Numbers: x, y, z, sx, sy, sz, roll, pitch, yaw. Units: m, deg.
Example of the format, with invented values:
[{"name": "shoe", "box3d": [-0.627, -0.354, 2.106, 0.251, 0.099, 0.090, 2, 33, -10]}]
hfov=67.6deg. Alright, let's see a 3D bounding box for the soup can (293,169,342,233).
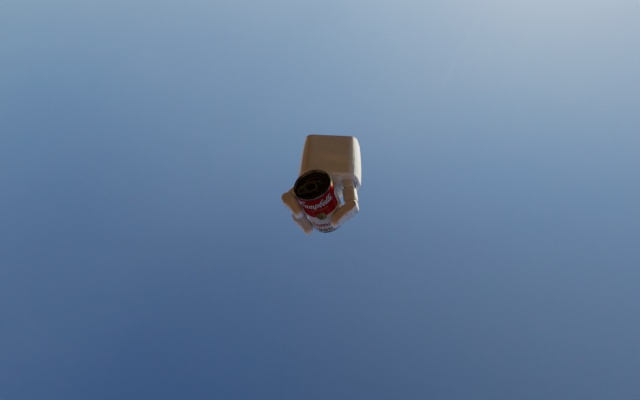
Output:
[{"name": "soup can", "box3d": [0.000, 0.003, 0.855, 0.068, 0.068, 0.102, 0, -37, 22]}]
